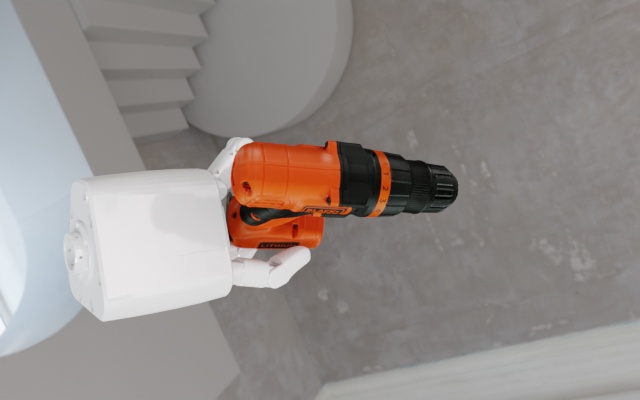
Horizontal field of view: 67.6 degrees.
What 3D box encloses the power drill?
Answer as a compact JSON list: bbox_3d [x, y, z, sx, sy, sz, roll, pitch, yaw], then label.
[{"bbox_3d":[0.000,0.002,0.424,0.184,0.057,0.188,5,-17,-21],"label":"power drill"}]
